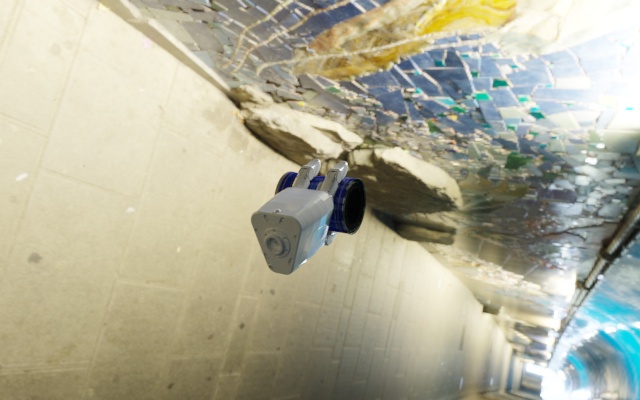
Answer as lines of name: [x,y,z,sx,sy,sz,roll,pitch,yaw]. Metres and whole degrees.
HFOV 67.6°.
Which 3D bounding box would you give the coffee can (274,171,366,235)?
coffee can: [0.000,0.003,0.878,0.140,0.103,0.103,7,3,26]
